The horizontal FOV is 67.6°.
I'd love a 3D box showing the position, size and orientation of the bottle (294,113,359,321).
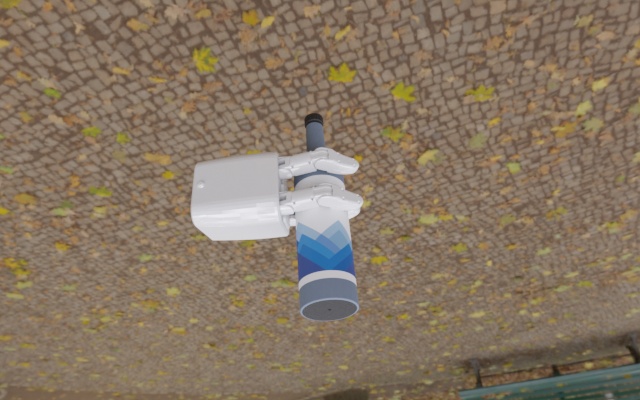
[{"bbox_3d":[0.000,0.002,0.615,0.069,0.295,0.069,-3,-34,-2],"label":"bottle"}]
